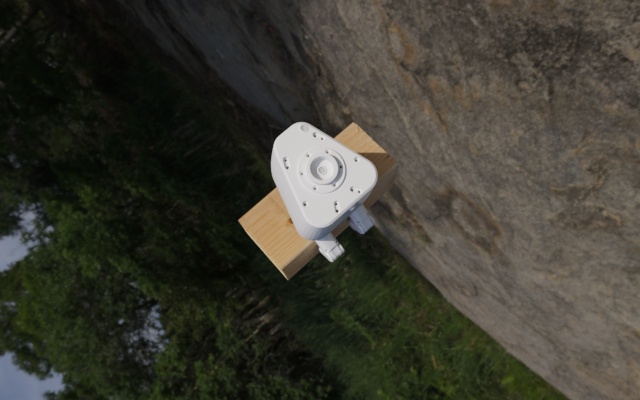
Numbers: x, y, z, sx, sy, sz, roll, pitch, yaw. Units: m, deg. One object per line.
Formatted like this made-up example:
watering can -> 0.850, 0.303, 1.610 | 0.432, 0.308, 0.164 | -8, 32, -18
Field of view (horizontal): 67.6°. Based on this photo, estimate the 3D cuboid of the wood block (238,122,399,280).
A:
wood block -> 0.000, 0.002, 0.661 | 0.206, 0.091, 0.090 | -41, -15, -10
